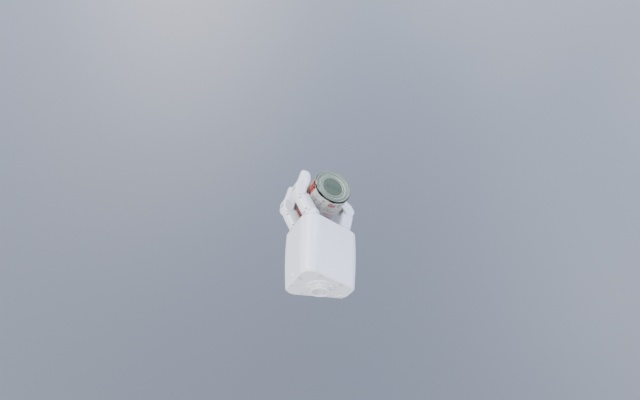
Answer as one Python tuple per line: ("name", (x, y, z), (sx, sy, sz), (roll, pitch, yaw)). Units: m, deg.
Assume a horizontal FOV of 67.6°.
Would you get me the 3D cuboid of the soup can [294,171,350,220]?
("soup can", (0.000, 0.002, 0.844), (0.068, 0.068, 0.102), (0, -32, -30))
